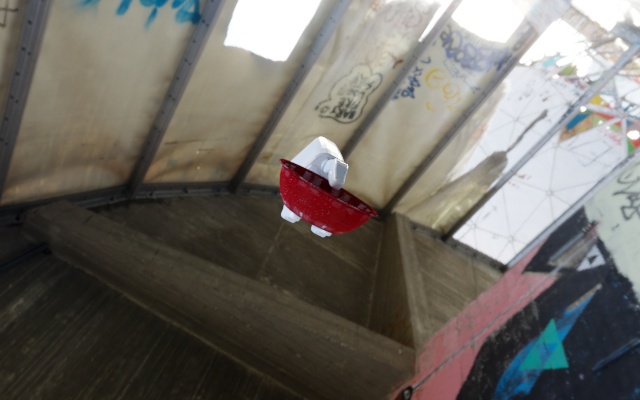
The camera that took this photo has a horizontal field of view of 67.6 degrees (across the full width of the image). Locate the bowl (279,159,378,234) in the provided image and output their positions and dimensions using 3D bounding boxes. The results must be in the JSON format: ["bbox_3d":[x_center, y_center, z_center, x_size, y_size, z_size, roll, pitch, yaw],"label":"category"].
[{"bbox_3d":[0.000,0.003,0.684,0.162,0.055,0.162,29,7,-4],"label":"bowl"}]
